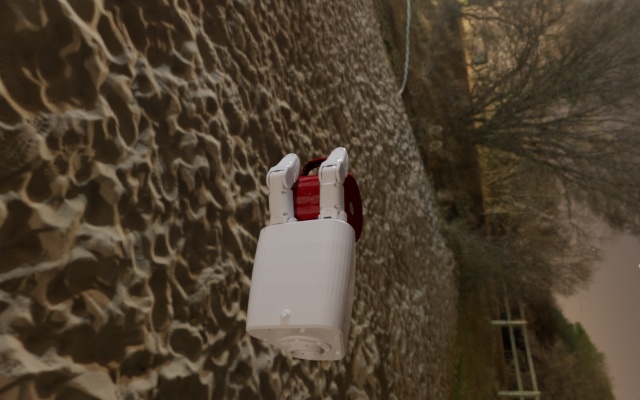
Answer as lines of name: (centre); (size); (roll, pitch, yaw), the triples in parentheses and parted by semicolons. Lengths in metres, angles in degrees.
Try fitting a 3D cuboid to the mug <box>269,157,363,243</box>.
mug: (0.000, 0.001, 0.544); (0.081, 0.117, 0.093); (-6, -33, 20)
